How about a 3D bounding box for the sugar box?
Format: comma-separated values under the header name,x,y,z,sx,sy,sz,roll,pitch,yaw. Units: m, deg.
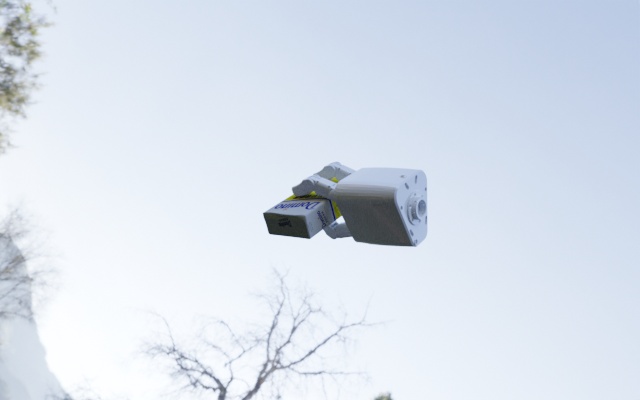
name,x,y,z,sx,sy,sz,roll,pitch,yaw
sugar box,0.000,0.002,0.780,0.093,0.048,0.176,2,23,41
